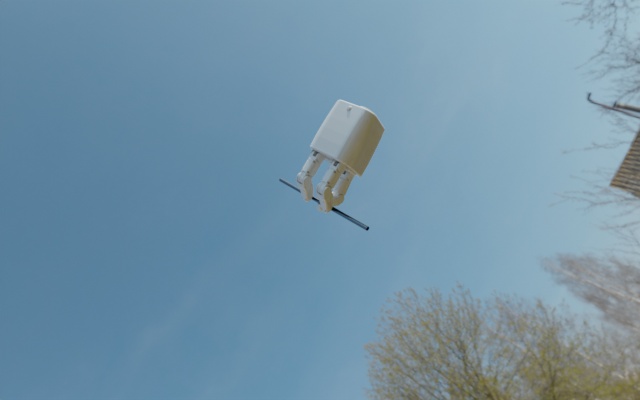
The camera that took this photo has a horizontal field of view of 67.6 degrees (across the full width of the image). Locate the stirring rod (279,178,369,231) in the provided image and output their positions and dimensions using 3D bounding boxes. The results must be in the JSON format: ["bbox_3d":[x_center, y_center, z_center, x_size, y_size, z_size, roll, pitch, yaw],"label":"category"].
[{"bbox_3d":[0.000,0.003,0.899,0.011,0.011,0.239,0,22,-47],"label":"stirring rod"}]
